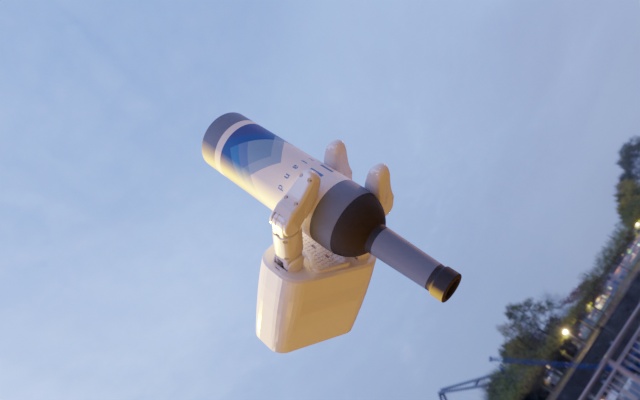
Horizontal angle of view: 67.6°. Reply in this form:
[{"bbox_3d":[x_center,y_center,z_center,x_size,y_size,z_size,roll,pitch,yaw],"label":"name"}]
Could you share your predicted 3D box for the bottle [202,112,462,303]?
[{"bbox_3d":[0.000,0.001,0.456,0.295,0.069,0.069,33,19,31],"label":"bottle"}]
